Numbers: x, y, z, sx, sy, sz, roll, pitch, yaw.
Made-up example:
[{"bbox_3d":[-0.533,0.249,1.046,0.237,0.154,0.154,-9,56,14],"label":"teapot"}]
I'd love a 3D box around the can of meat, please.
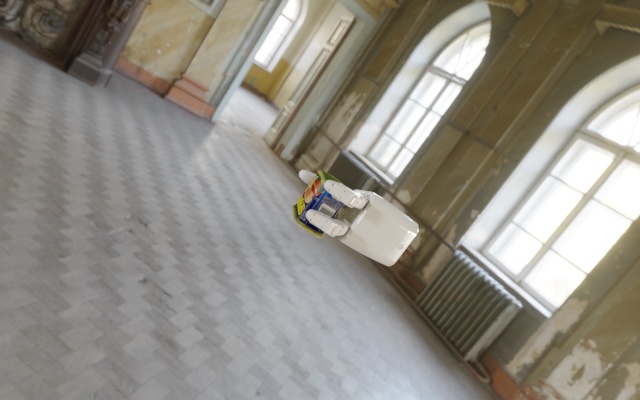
[{"bbox_3d":[0.000,0.002,0.801,0.057,0.084,0.102,32,12,-14],"label":"can of meat"}]
